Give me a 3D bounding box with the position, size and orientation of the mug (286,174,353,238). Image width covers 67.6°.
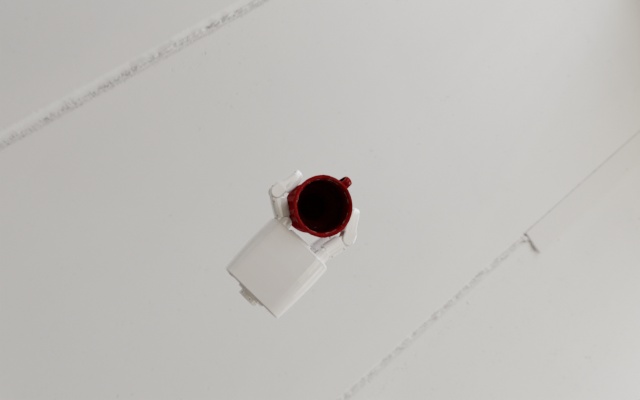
[{"bbox_3d":[0.001,0.001,0.743,0.117,0.093,0.081,-44,11,-16],"label":"mug"}]
